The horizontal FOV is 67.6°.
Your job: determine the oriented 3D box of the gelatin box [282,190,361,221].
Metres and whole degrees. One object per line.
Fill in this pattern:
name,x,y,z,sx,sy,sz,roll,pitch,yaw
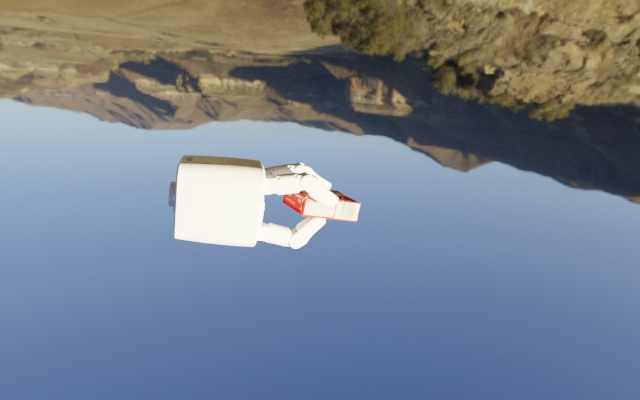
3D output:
gelatin box,0.000,0.003,0.673,0.089,0.030,0.073,7,12,-26
